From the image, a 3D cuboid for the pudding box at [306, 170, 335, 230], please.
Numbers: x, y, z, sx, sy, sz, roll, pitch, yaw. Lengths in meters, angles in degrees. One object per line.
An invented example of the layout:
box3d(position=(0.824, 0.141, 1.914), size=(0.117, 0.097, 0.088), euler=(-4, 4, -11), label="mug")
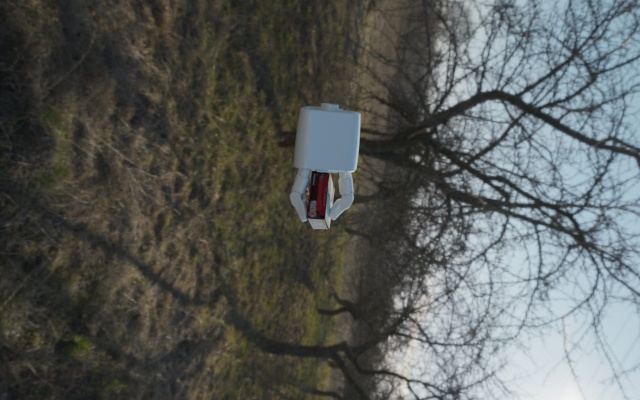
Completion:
box3d(position=(0.000, 0.003, 0.898), size=(0.039, 0.090, 0.113), euler=(5, -14, 8), label="pudding box")
